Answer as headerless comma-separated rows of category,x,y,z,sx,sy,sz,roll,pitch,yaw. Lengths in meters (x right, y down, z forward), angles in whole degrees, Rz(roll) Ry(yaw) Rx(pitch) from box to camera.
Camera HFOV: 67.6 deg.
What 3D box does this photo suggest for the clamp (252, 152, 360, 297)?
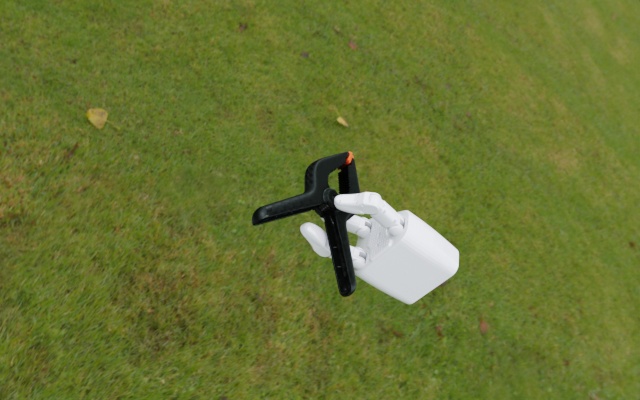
clamp,0.001,0.001,0.637,0.164,0.209,0.036,37,-43,-24
